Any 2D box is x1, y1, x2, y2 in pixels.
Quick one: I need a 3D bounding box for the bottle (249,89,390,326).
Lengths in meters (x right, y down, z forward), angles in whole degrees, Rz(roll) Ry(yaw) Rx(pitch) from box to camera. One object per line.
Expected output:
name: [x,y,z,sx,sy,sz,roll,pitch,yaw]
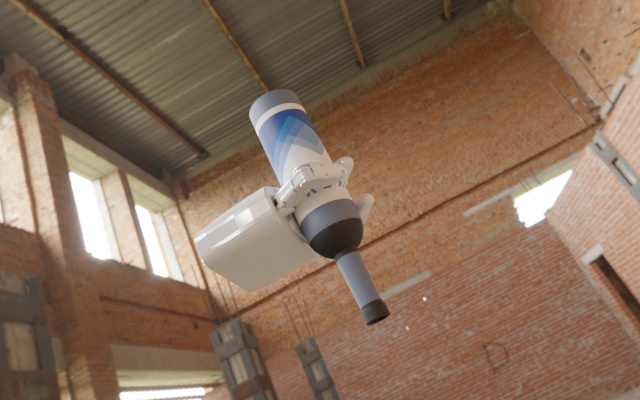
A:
bottle: [0.000,0.002,0.548,0.069,0.295,0.069,-22,-25,-11]
